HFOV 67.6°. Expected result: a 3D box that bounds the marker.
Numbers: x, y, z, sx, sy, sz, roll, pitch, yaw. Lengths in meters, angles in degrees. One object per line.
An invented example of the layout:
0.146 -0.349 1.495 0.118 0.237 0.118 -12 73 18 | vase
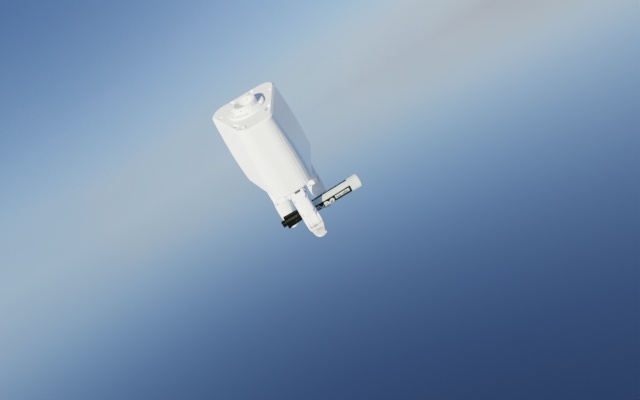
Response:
0.000 0.002 0.650 0.121 0.020 0.020 -31 1 -1 | marker
